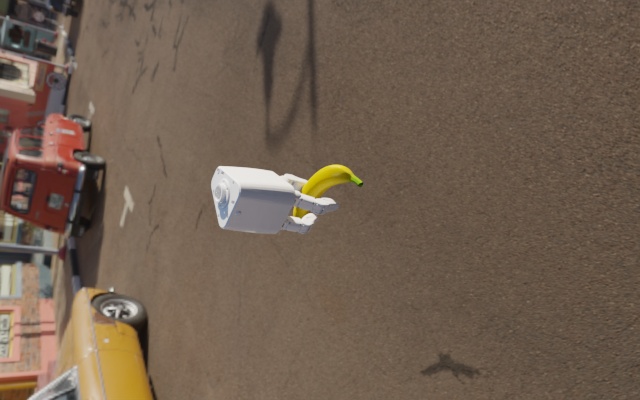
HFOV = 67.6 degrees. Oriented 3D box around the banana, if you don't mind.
[{"bbox_3d":[-0.002,-0.015,0.901,0.037,0.069,0.198,3,-27,-39],"label":"banana"}]
